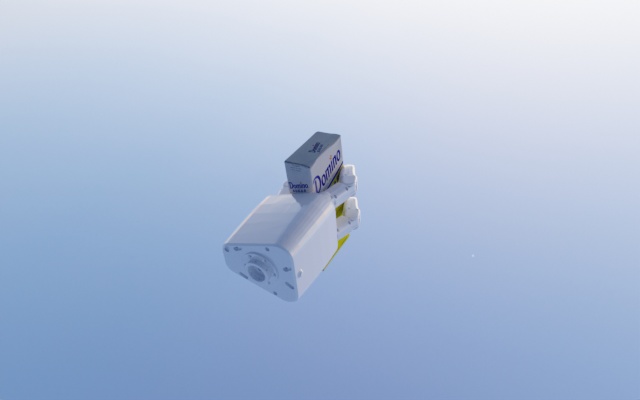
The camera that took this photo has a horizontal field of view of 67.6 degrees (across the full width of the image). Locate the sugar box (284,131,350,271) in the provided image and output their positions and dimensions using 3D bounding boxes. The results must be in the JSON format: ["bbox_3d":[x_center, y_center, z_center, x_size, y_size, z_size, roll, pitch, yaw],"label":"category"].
[{"bbox_3d":[0.001,0.002,0.675,0.048,0.176,0.093,14,39,24],"label":"sugar box"}]
